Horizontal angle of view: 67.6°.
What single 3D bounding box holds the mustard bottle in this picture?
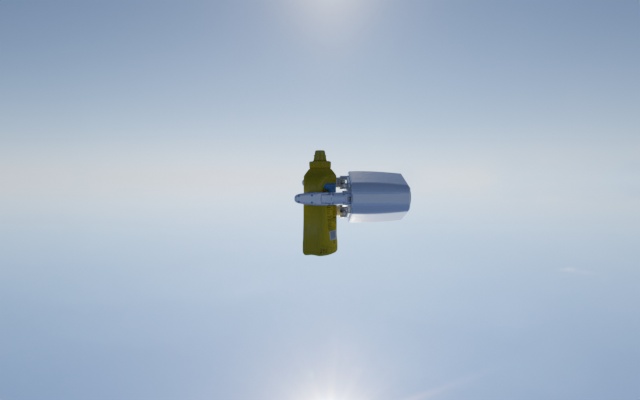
[{"bbox_3d":[0.000,0.003,0.886,0.058,0.191,0.096,1,3,23],"label":"mustard bottle"}]
